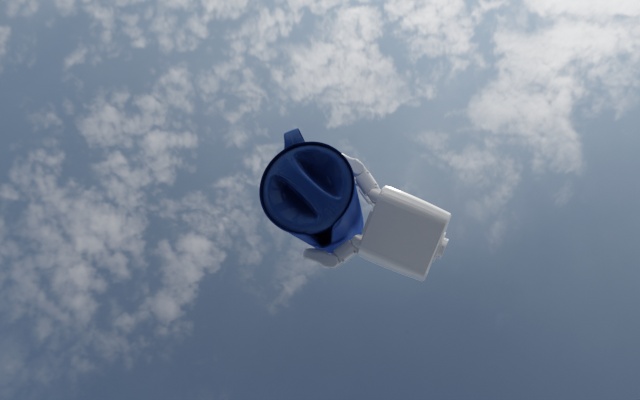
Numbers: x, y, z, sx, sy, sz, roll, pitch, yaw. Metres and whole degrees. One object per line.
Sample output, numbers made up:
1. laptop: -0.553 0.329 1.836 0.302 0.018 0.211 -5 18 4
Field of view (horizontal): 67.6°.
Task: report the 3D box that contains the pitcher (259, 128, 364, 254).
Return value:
1. pitcher: 0.000 0.003 0.755 0.145 0.149 0.243 24 -10 16
